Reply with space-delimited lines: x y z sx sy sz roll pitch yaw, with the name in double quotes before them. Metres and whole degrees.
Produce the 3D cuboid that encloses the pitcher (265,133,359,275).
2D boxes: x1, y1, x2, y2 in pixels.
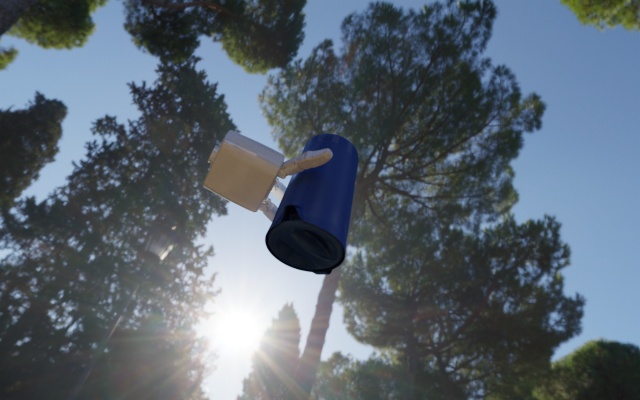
"pitcher" 0.000 0.003 0.851 0.145 0.242 0.149 26 -42 -11
